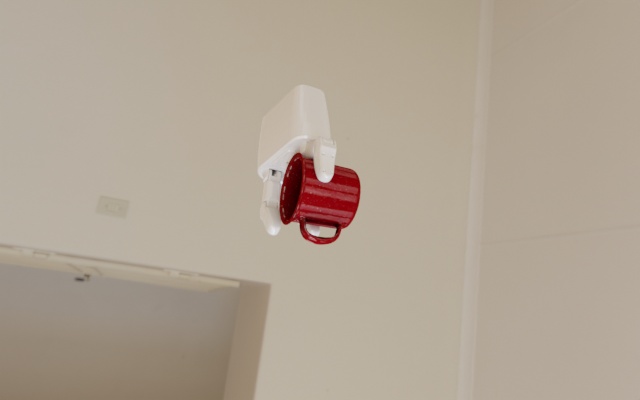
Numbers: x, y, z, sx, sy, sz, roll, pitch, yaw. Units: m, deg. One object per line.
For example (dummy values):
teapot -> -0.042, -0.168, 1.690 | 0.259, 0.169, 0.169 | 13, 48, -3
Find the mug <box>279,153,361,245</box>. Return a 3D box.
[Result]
mug -> 0.000, 0.003, 0.609 | 0.081, 0.117, 0.093 | 11, -35, -20
